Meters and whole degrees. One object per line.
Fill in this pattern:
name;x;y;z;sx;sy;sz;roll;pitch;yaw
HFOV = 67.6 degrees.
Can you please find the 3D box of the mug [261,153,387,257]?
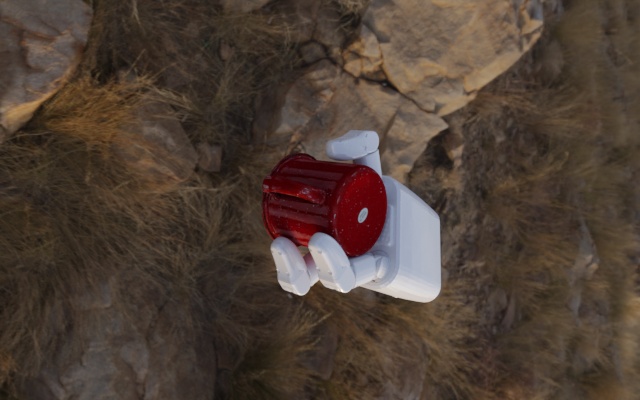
mug;-0.001;0.001;0.427;0.081;0.093;0.117;10;-12;41
